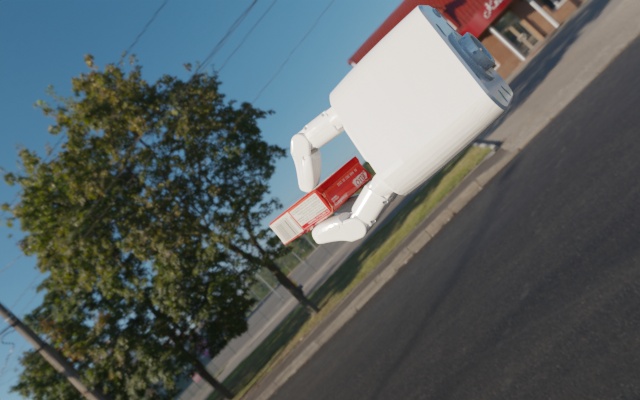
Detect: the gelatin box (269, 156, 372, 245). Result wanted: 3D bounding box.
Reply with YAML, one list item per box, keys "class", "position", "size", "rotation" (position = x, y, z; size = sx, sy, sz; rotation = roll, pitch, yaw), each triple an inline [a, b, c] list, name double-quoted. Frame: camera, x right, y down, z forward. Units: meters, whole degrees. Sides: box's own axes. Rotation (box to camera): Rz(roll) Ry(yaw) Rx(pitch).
- class: "gelatin box"
  position: [0.000, 0.001, 0.477]
  size: [0.089, 0.030, 0.073]
  rotation: [-36, 3, 46]
